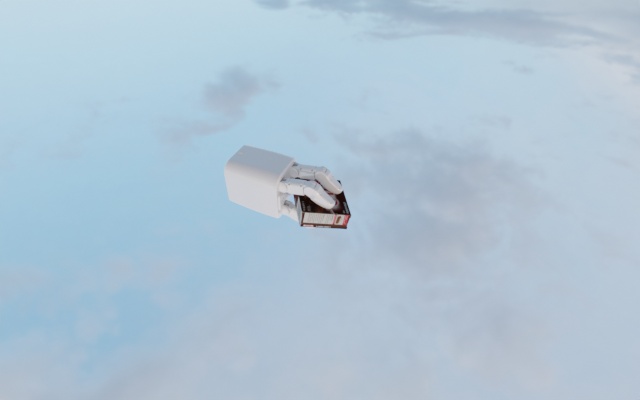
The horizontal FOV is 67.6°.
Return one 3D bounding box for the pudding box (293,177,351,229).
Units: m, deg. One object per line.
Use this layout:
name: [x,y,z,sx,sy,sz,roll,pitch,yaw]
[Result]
pudding box: [0.000,0.003,0.873,0.090,0.039,0.113,3,38,-13]
